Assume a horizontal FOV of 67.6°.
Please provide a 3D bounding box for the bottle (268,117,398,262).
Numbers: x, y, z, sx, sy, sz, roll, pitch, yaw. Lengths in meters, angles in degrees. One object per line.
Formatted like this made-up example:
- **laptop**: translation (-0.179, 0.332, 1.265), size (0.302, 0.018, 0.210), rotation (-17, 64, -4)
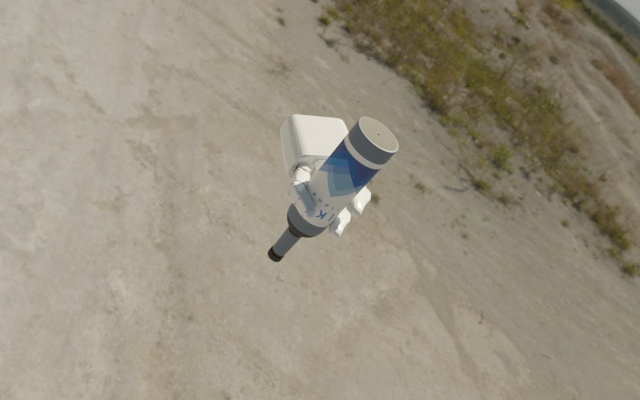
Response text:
- **bottle**: translation (0.000, 0.002, 0.722), size (0.069, 0.069, 0.296), rotation (0, -38, -42)
